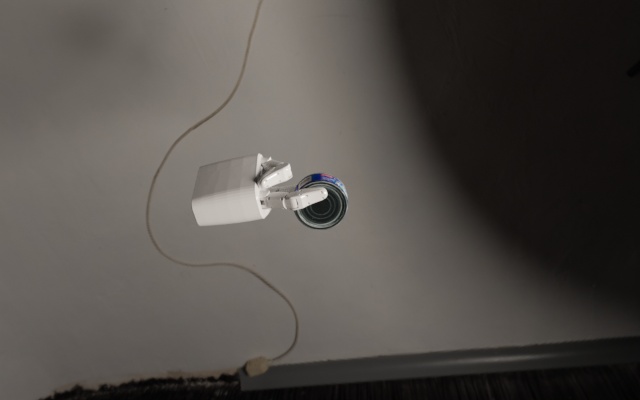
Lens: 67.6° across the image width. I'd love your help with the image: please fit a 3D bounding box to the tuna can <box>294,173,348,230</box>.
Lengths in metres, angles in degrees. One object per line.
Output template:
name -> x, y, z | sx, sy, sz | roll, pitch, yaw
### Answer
tuna can -> 0.000, 0.003, 0.741 | 0.086, 0.086, 0.033 | 0, 24, -1
